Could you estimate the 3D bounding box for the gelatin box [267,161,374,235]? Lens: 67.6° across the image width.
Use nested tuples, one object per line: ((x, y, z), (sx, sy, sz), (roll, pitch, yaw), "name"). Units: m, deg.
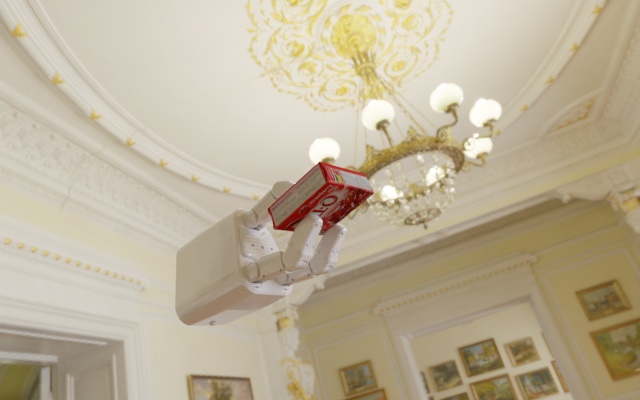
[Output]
((0.000, 0.001, 0.504), (0.073, 0.030, 0.089), (12, -43, -45), "gelatin box")
